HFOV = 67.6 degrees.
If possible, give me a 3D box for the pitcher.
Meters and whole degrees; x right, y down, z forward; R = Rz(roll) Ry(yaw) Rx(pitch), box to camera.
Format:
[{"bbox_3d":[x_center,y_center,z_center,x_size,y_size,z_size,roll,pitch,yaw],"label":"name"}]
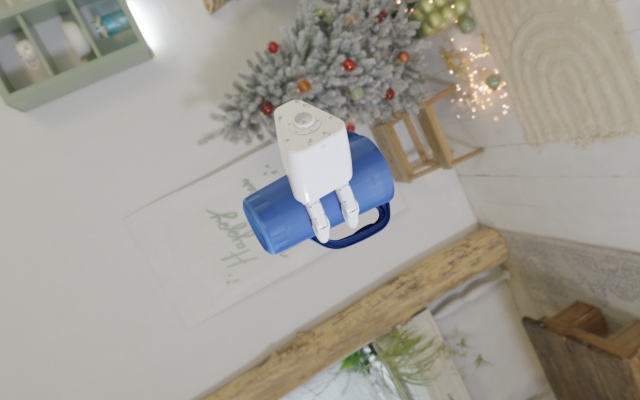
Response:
[{"bbox_3d":[0.000,0.003,0.822,0.243,0.145,0.149,-28,52,-14],"label":"pitcher"}]
